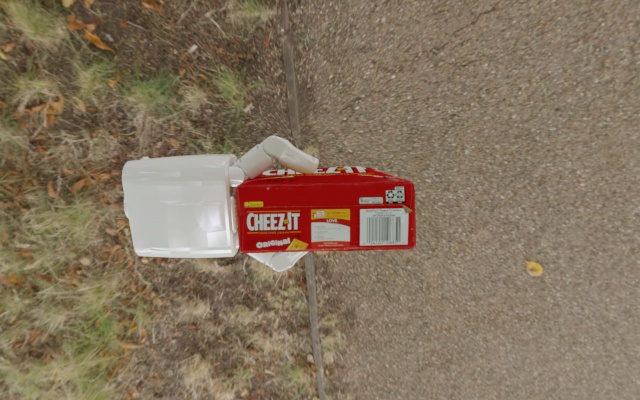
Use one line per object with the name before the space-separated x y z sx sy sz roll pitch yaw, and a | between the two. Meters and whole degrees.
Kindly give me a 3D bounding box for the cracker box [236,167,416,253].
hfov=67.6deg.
cracker box | 0.000 0.002 0.532 0.164 0.072 0.213 -1 7 -3
